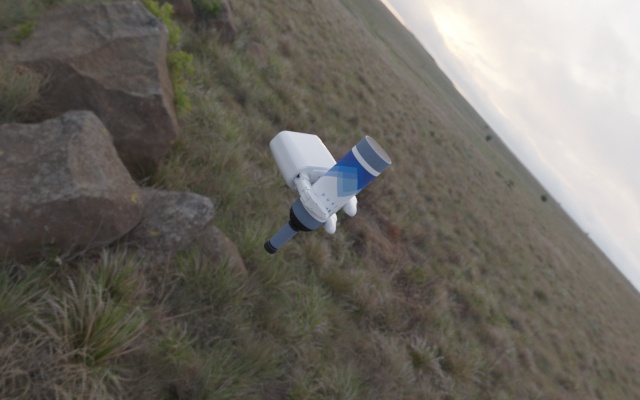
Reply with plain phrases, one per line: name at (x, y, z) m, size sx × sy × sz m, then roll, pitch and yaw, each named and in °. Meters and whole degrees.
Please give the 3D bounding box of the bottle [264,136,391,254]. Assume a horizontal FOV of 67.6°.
bottle at (0.000, 0.003, 0.891) m, size 0.296 × 0.069 × 0.069 m, roll -42°, pitch -17°, yaw 20°
